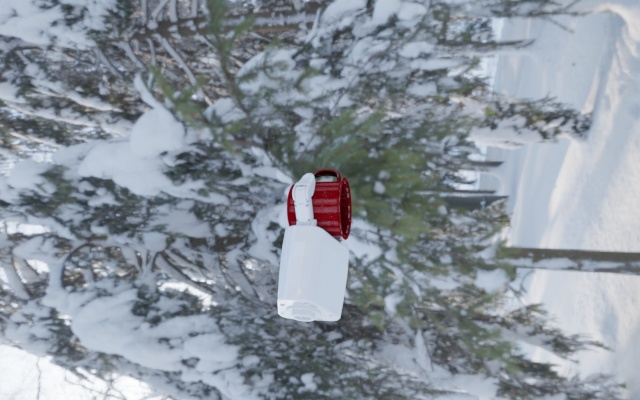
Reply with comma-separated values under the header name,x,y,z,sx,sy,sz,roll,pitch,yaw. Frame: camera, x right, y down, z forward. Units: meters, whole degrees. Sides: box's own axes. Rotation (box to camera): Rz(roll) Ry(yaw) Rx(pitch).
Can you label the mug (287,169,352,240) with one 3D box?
name,x,y,z,sx,sy,sz,roll,pitch,yaw
mug,0.000,0.001,0.721,0.081,0.117,0.093,-1,-29,14
